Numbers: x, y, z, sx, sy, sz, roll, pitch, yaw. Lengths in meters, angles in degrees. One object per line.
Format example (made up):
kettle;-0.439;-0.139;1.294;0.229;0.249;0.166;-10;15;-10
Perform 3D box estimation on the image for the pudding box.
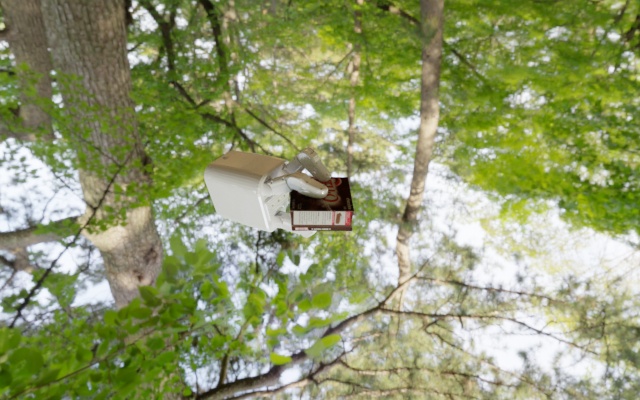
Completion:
pudding box;0.000;0.002;0.706;0.090;0.039;0.113;0;30;-2
